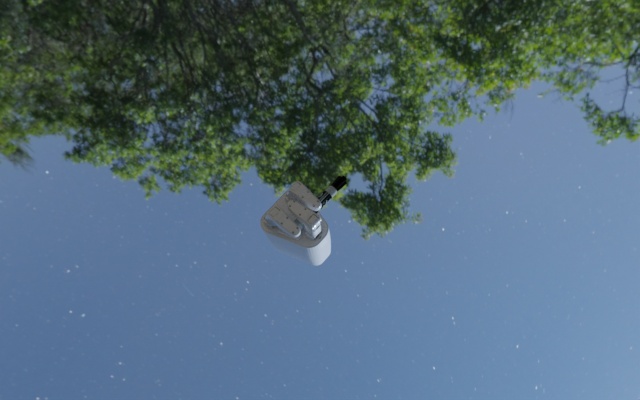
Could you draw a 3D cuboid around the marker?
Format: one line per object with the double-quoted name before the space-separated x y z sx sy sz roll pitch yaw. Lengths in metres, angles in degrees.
"marker" 0.000 0.003 0.785 0.121 0.020 0.020 -45 15 -16
